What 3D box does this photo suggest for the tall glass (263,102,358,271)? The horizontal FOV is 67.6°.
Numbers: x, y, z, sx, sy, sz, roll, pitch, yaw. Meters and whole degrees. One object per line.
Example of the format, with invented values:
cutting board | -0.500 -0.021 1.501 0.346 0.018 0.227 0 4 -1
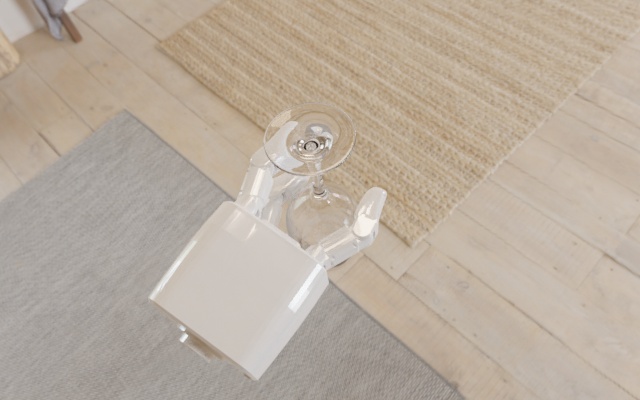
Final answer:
tall glass | 0.000 0.001 0.462 0.079 0.079 0.201 0 -31 6
